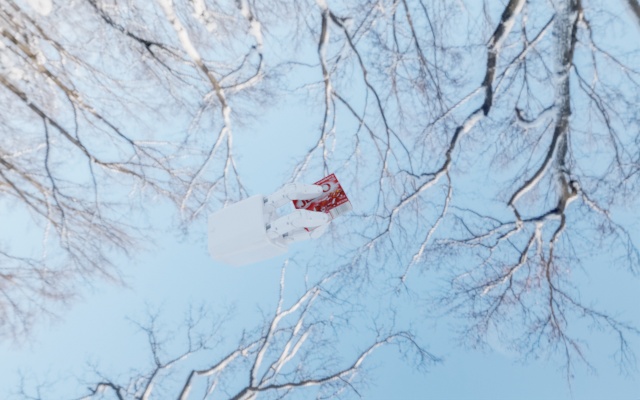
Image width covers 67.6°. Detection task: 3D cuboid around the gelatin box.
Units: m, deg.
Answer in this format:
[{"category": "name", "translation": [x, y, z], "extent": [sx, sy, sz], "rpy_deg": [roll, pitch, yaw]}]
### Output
[{"category": "gelatin box", "translation": [0.001, 0.003, 0.817], "extent": [0.089, 0.073, 0.030], "rpy_deg": [-27, -42, 0]}]
